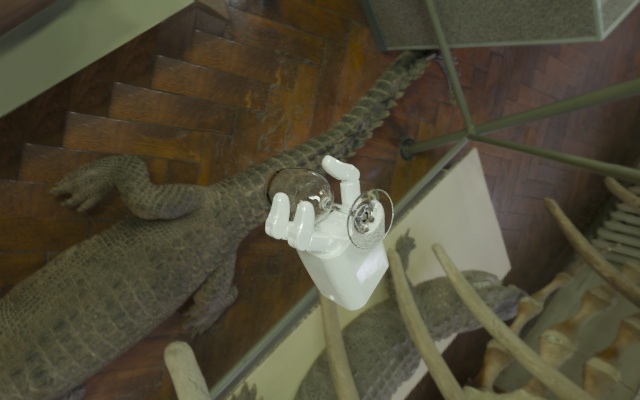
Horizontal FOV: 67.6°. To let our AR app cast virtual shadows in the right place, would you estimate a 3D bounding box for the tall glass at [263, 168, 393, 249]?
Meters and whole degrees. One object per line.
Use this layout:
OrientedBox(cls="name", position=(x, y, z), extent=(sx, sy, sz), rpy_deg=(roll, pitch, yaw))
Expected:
OrientedBox(cls="tall glass", position=(0.001, 0.002, 0.640), extent=(0.079, 0.079, 0.201), rpy_deg=(0, 12, -38))
